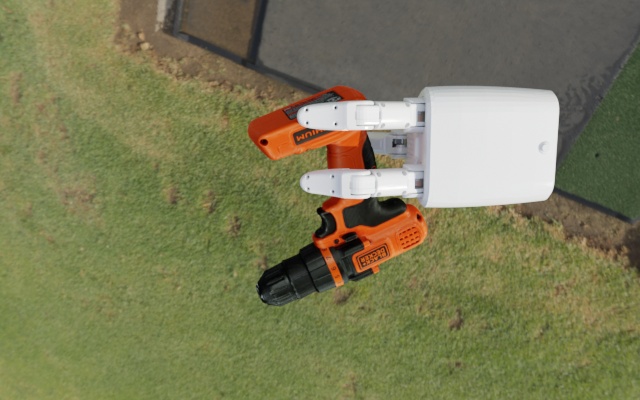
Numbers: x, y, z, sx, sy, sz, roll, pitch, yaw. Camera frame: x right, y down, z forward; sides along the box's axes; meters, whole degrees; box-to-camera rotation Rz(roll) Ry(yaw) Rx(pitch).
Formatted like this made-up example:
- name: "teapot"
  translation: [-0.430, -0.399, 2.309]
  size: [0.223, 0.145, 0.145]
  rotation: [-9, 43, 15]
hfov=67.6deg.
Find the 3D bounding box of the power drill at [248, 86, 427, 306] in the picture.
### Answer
- name: "power drill"
  translation: [0.000, 0.001, 0.454]
  size: [0.184, 0.188, 0.057]
  rotation: [-25, 31, -7]
